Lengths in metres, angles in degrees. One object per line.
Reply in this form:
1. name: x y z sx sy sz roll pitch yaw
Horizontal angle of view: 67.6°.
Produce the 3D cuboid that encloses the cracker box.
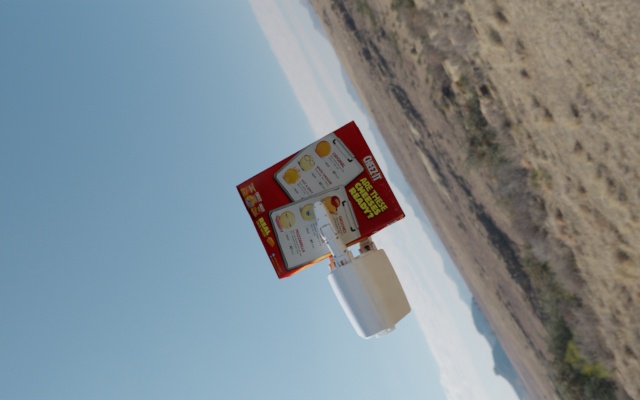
1. cracker box: 0.000 0.003 0.745 0.214 0.164 0.072 -28 -10 10
